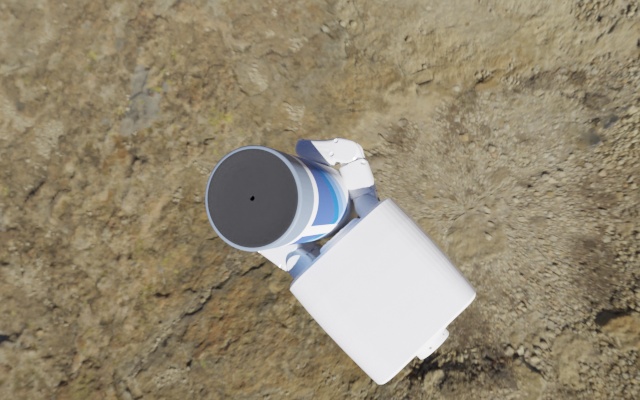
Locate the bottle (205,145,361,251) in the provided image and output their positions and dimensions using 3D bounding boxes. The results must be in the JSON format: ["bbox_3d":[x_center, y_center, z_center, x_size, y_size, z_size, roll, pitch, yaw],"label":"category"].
[{"bbox_3d":[0.000,0.001,0.437,0.069,0.069,0.296,0,-1,17],"label":"bottle"}]
